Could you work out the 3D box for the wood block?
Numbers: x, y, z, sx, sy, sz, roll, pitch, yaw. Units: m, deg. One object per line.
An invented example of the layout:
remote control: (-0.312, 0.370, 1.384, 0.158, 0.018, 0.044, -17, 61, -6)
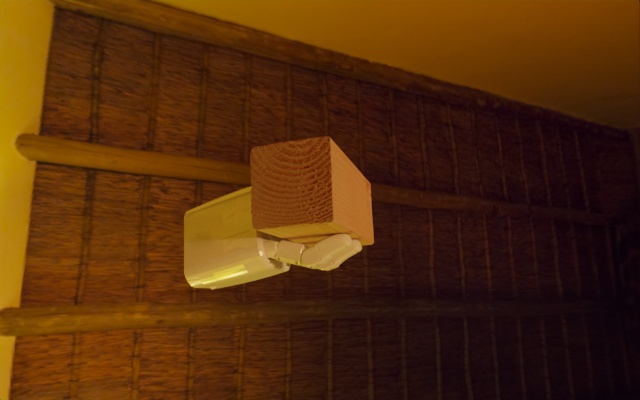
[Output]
wood block: (0.000, 0.002, 0.579, 0.090, 0.090, 0.206, -7, -13, 16)
